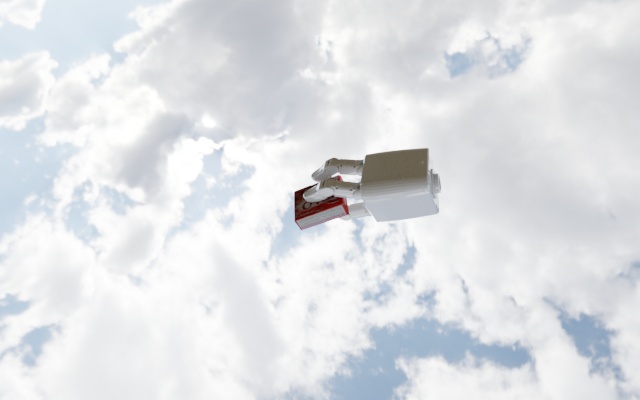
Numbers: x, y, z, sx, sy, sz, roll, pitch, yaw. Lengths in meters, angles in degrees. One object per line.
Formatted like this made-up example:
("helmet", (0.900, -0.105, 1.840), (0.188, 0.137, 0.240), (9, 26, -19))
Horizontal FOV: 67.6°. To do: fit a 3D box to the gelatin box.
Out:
("gelatin box", (0.000, 0.003, 0.799), (0.089, 0.073, 0.030), (-20, -48, 14))
